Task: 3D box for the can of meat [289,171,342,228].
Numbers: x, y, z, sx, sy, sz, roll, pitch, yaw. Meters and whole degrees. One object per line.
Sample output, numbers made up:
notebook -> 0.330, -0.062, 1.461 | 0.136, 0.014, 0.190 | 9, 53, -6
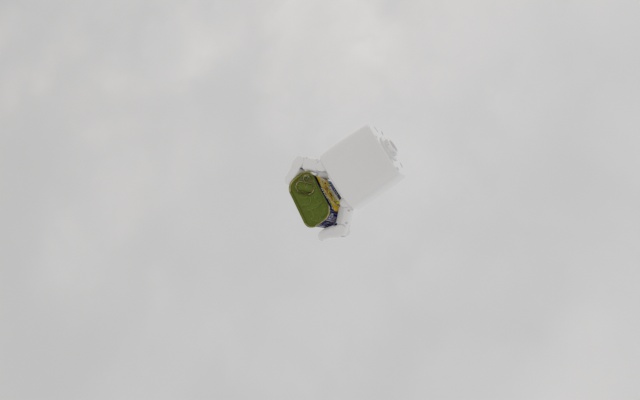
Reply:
can of meat -> 0.000, 0.003, 0.871 | 0.057, 0.102, 0.084 | -37, -25, 22
